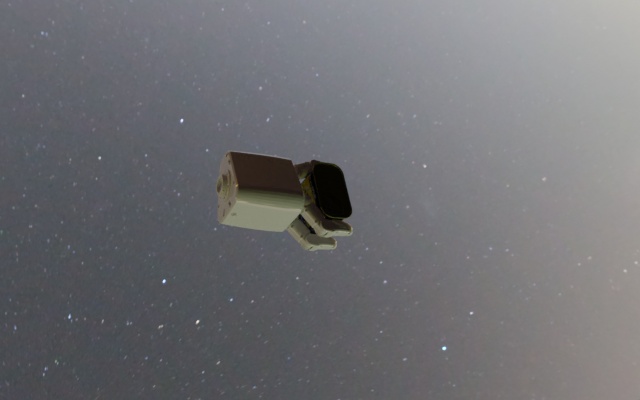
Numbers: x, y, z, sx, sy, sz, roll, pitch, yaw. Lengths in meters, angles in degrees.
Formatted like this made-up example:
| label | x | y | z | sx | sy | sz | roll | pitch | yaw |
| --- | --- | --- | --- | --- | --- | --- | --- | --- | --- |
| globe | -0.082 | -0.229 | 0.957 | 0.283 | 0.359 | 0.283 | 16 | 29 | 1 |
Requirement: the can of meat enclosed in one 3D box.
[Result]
| label | x | y | z | sx | sy | sz | roll | pitch | yaw |
| --- | --- | --- | --- | --- | --- | --- | --- | --- | --- |
| can of meat | 0.000 | 0.003 | 0.784 | 0.057 | 0.102 | 0.084 | 5 | -32 | -30 |
